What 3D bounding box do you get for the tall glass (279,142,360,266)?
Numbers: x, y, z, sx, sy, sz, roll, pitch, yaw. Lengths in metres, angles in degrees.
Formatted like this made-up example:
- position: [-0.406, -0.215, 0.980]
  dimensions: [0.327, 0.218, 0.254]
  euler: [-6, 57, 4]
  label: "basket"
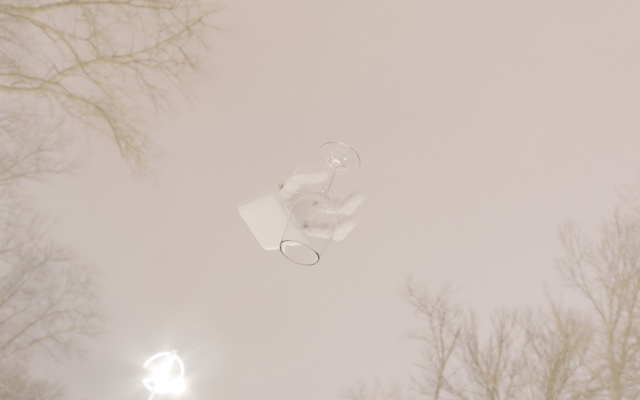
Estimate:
- position: [0.000, 0.002, 0.747]
  dimensions: [0.079, 0.201, 0.079]
  euler: [14, -37, 11]
  label: "tall glass"
